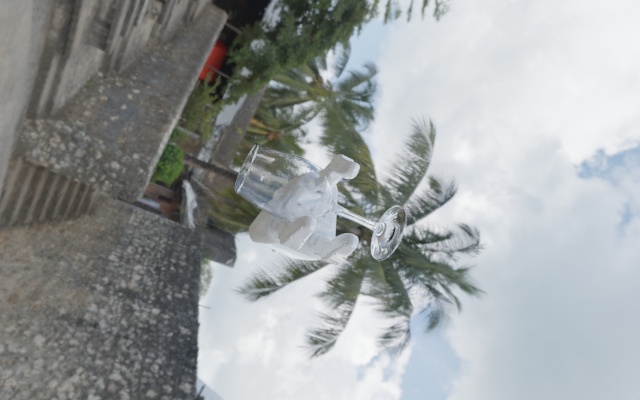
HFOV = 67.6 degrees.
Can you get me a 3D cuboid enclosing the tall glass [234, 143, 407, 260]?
[{"bbox_3d":[0.001,0.002,0.574,0.201,0.079,0.079,25,-8,-19],"label":"tall glass"}]
